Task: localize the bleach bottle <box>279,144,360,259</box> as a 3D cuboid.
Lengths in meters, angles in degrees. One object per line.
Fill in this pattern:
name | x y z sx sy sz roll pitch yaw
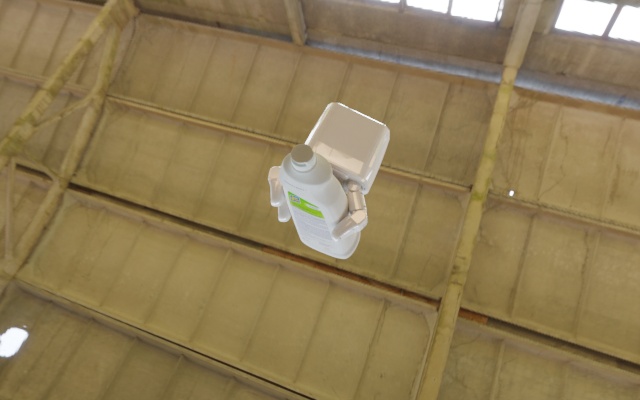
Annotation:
bleach bottle | 0.000 0.002 0.694 0.102 0.068 0.251 19 -23 16
